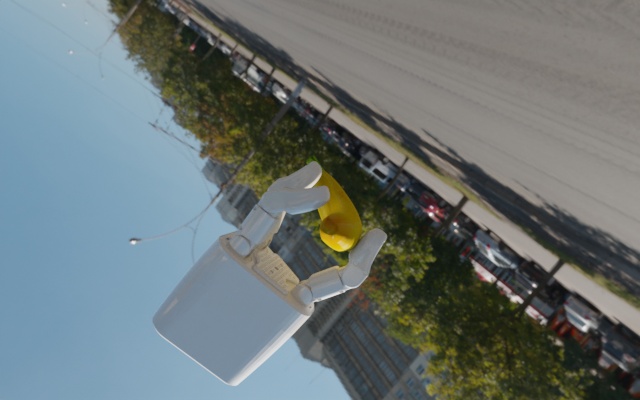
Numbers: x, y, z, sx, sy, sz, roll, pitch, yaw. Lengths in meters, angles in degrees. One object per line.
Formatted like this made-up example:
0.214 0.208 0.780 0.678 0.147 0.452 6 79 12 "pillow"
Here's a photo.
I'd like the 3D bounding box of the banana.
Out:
0.012 0.013 0.486 0.070 0.037 0.197 44 9 -20 "banana"
